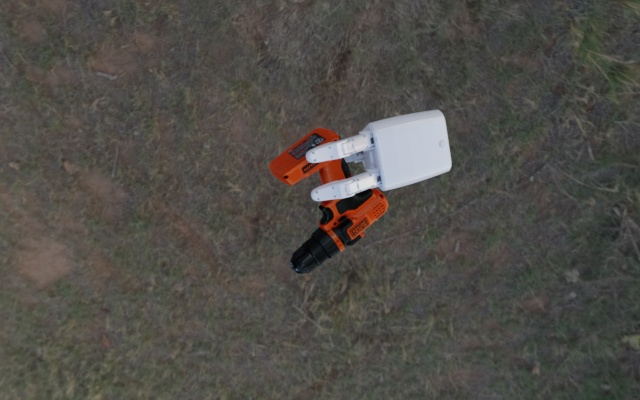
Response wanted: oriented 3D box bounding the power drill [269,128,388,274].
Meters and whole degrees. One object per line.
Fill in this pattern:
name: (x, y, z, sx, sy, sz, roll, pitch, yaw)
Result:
power drill: (0.000, 0.002, 0.710, 0.184, 0.188, 0.057, -39, 38, -12)
